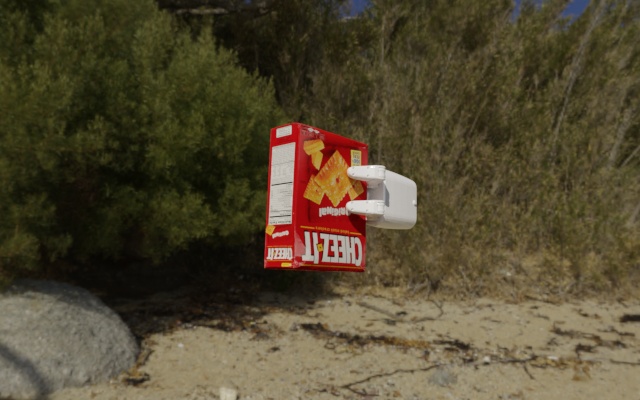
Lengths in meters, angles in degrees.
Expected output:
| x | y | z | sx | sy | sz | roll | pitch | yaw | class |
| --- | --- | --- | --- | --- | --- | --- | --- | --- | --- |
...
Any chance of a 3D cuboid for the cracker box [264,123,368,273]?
| x | y | z | sx | sy | sz | roll | pitch | yaw | class |
| --- | --- | --- | --- | --- | --- | --- | --- | --- | --- |
| 0.000 | 0.002 | 0.743 | 0.072 | 0.213 | 0.164 | -7 | -12 | 43 | cracker box |
